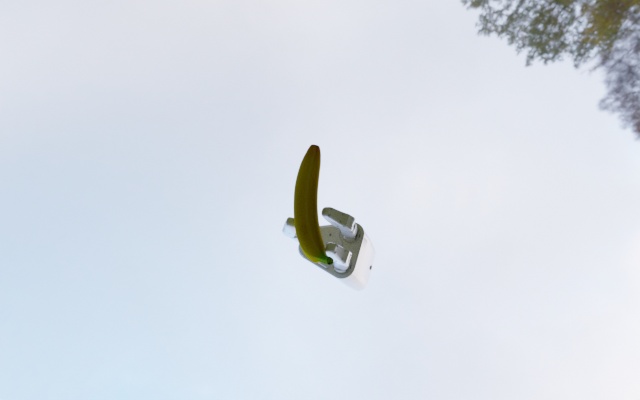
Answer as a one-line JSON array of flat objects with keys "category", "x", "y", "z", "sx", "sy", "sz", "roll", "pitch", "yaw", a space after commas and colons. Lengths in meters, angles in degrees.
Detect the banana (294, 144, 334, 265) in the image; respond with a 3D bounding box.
[{"category": "banana", "x": -0.013, "y": 0.013, "z": 0.718, "sx": 0.070, "sy": 0.197, "sz": 0.037, "roll": -28, "pitch": -32, "yaw": 36}]
